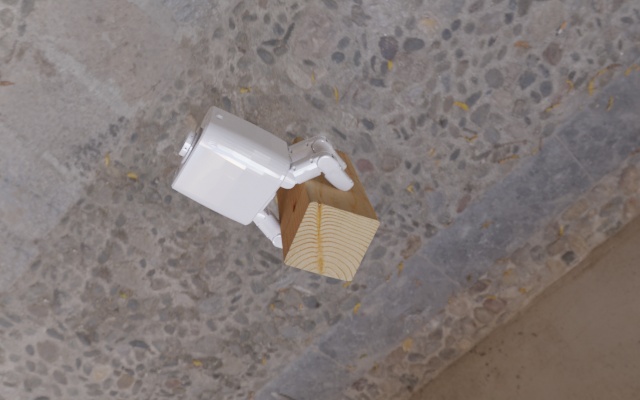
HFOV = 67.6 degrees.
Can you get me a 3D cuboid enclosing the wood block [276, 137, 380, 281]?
[{"bbox_3d":[0.000,0.002,0.638,0.090,0.091,0.206,17,24,-16],"label":"wood block"}]
